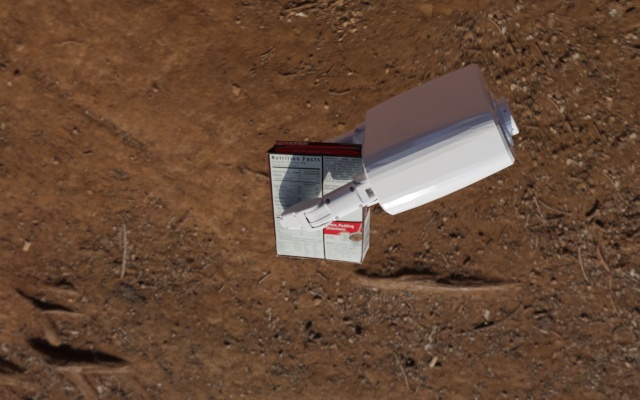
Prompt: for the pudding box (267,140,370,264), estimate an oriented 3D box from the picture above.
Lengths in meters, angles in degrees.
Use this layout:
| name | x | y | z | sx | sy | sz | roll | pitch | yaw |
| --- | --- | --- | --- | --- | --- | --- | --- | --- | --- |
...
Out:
| name | x | y | z | sx | sy | sz | roll | pitch | yaw |
| --- | --- | --- | --- | --- | --- | --- | --- | --- | --- |
| pudding box | 0.000 | 0.002 | 0.451 | 0.090 | 0.113 | 0.039 | 5 | 24 | 13 |
